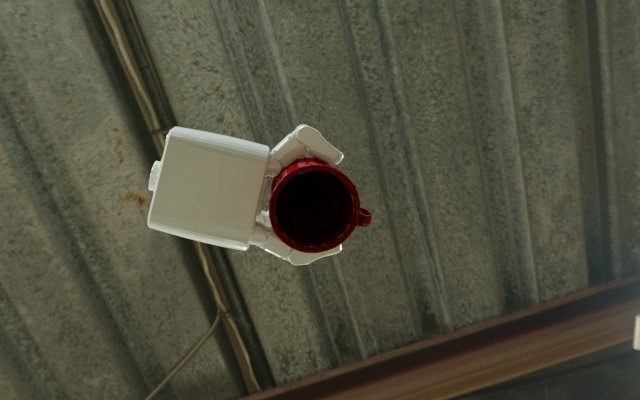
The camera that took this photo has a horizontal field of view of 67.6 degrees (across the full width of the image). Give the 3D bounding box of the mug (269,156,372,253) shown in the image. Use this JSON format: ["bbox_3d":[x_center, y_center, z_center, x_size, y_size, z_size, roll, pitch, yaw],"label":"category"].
[{"bbox_3d":[0.001,0.002,0.518,0.117,0.093,0.081,14,13,-13],"label":"mug"}]
